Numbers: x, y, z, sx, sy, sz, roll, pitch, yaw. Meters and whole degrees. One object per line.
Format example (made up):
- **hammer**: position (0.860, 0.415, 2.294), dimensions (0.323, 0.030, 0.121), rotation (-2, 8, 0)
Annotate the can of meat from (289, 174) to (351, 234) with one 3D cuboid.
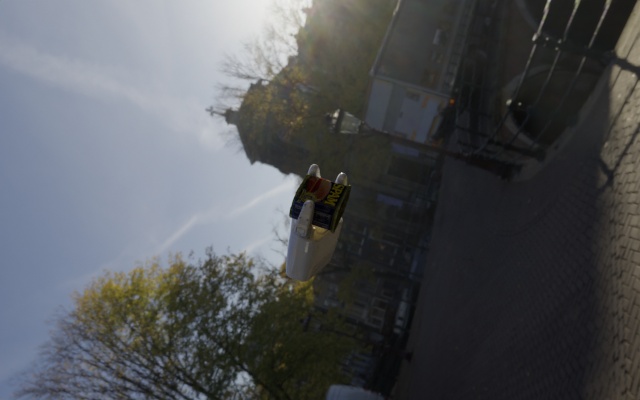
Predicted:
- **can of meat**: position (0.000, 0.003, 0.853), dimensions (0.084, 0.057, 0.102), rotation (18, 37, 9)
